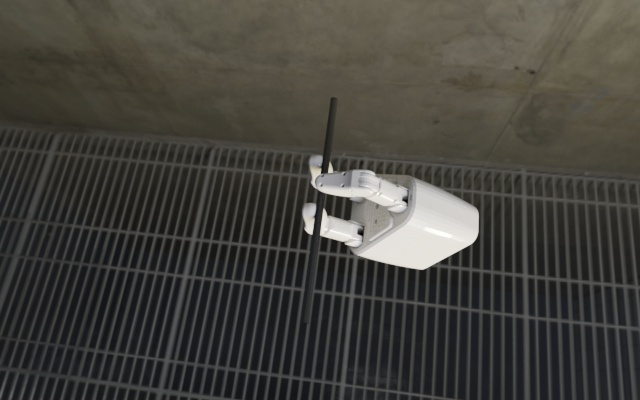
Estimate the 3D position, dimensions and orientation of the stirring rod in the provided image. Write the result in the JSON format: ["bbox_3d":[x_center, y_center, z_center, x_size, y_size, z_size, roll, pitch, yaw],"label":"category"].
[{"bbox_3d":[0.000,0.002,0.484,0.011,0.239,0.011,7,-19,2],"label":"stirring rod"}]
